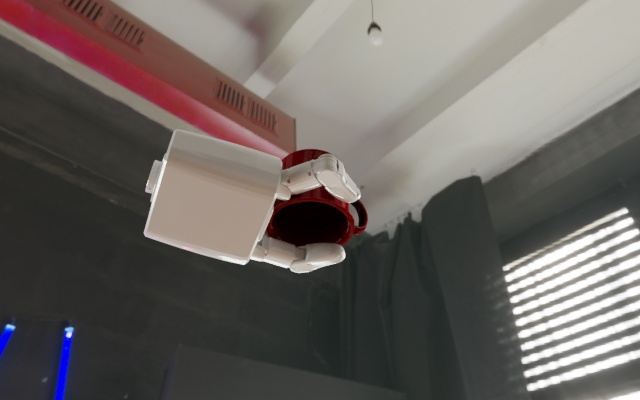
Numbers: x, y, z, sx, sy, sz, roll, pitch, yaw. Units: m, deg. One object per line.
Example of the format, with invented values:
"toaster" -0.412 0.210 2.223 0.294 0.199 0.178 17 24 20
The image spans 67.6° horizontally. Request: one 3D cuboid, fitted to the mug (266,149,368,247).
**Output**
"mug" 0.001 0.002 0.525 0.117 0.081 0.093 17 -44 -18
